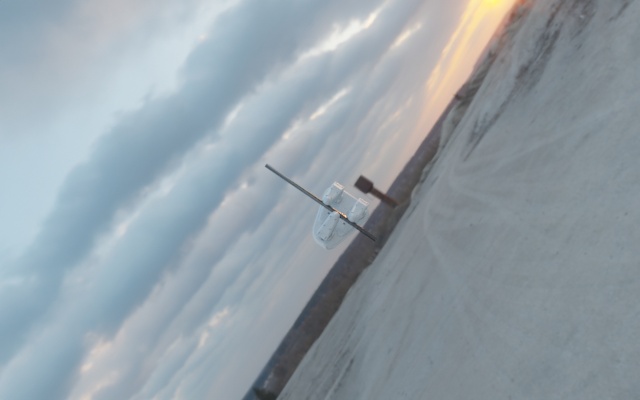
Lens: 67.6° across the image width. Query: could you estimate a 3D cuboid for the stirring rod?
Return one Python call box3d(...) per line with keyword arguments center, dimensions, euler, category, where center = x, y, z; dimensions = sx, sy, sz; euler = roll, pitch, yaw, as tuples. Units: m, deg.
box3d(center=(0.000, 0.003, 0.854), dimensions=(0.239, 0.011, 0.011), euler=(34, 4, 6), category="stirring rod")
